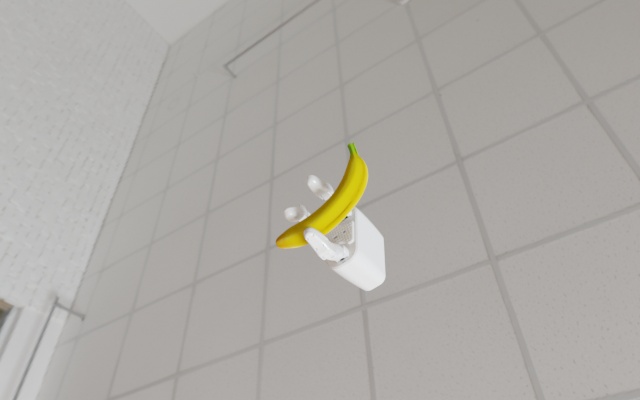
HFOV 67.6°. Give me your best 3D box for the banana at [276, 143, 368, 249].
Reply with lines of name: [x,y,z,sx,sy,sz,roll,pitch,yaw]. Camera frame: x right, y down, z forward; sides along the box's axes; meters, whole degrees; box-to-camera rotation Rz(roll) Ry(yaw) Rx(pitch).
banana: [0.013,0.008,0.721,0.069,0.198,0.037,38,0,44]
